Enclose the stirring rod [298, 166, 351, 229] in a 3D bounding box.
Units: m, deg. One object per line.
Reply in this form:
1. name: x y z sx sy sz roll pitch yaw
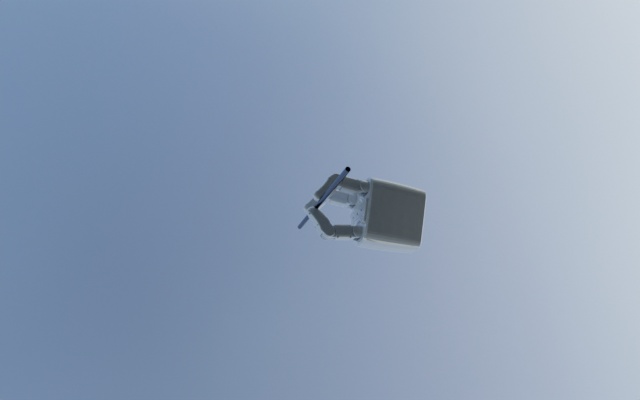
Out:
1. stirring rod: 0.000 0.003 0.761 0.011 0.011 0.240 0 -22 -20
